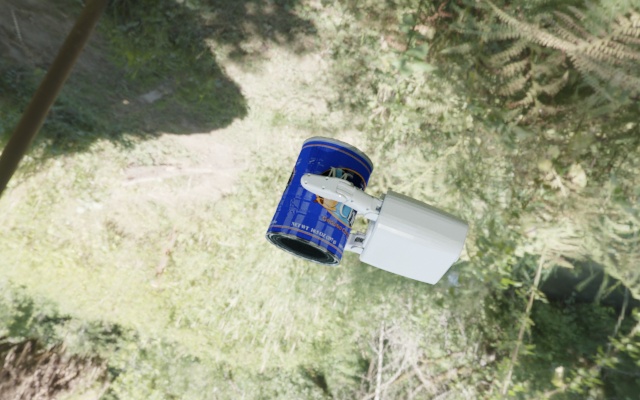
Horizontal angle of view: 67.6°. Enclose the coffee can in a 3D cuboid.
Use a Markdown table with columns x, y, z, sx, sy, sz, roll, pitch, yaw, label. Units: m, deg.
| x | y | z | sx | sy | sz | roll | pitch | yaw | label |
| --- | --- | --- | --- | --- | --- | --- | --- | --- | --- |
| 0.000 | 0.002 | 0.628 | 0.103 | 0.140 | 0.103 | 19 | -18 | 7 | coffee can |
